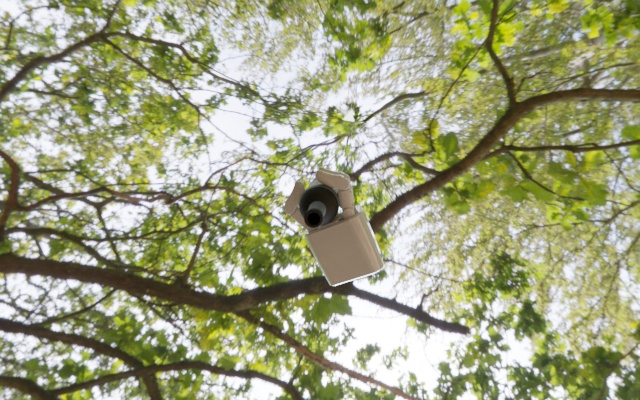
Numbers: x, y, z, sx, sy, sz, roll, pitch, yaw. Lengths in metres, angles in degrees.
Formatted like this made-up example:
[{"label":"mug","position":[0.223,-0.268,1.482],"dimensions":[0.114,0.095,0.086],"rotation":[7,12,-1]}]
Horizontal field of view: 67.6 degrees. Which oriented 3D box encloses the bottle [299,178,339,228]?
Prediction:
[{"label":"bottle","position":[0.000,0.003,0.825],"dimensions":[0.069,0.069,0.295],"rotation":[0,9,4]}]
